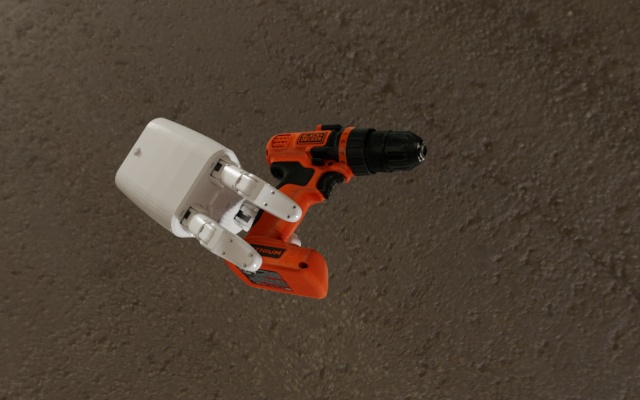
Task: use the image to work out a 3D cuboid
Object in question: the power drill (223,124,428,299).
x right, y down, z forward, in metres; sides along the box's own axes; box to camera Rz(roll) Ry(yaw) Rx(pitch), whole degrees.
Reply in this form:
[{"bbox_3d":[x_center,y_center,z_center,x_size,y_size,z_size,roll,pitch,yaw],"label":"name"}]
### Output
[{"bbox_3d":[0.000,0.002,0.477,0.184,0.187,0.057,1,-39,32],"label":"power drill"}]
